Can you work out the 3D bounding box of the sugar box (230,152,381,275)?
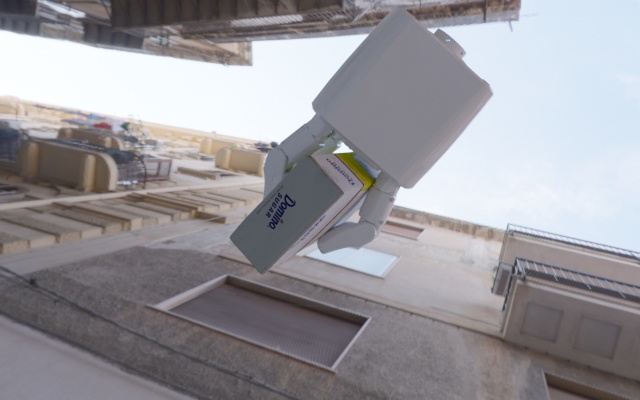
[{"bbox_3d":[0.000,0.001,0.424,0.093,0.048,0.176,-45,-10,17],"label":"sugar box"}]
